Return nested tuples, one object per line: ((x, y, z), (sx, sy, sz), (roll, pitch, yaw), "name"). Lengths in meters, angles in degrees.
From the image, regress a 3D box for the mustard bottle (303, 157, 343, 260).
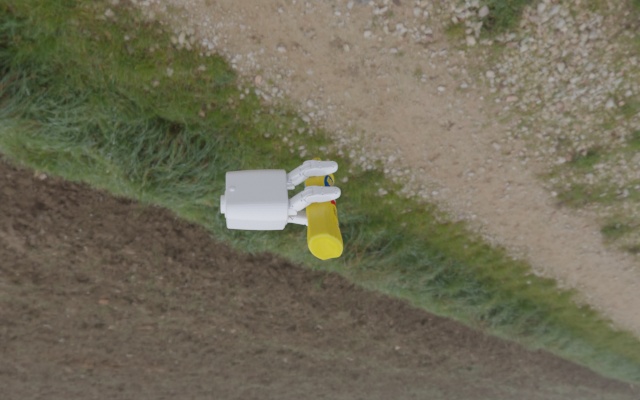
((0.001, 0.003, 0.863), (0.058, 0.191, 0.096), (-13, -33, 10), "mustard bottle")
